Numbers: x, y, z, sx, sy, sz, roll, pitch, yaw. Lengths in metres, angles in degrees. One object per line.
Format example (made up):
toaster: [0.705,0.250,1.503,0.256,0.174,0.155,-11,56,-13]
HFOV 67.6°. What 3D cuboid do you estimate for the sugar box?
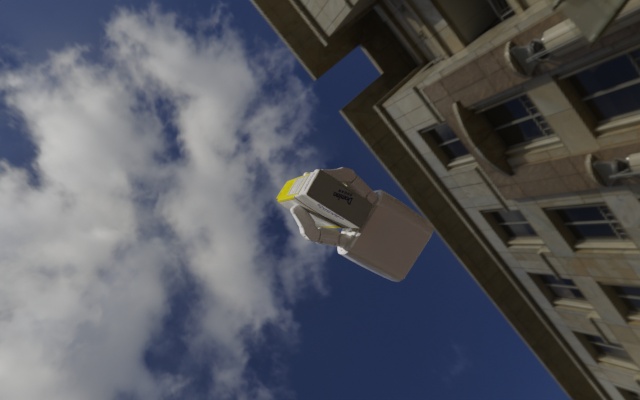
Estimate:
sugar box: [0.000,0.002,0.712,0.093,0.048,0.176,32,-14,-15]
